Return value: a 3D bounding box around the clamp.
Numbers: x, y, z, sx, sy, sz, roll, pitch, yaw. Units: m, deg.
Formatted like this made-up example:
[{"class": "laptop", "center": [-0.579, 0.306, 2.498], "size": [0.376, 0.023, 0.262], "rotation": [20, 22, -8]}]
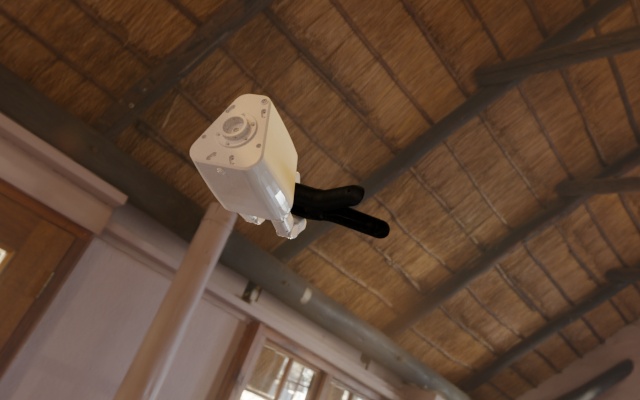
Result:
[{"class": "clamp", "center": [0.000, 0.002, 0.614], "size": [0.171, 0.039, 0.120], "rotation": [11, -27, 21]}]
